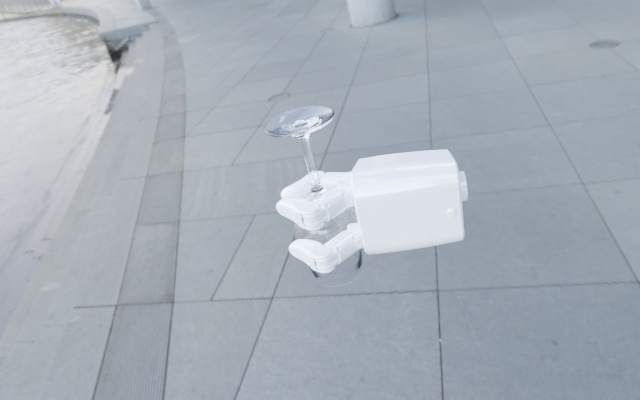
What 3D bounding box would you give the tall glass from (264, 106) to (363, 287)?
[{"bbox_3d":[0.000,0.001,0.537,0.079,0.201,0.079,-11,30,6],"label":"tall glass"}]
